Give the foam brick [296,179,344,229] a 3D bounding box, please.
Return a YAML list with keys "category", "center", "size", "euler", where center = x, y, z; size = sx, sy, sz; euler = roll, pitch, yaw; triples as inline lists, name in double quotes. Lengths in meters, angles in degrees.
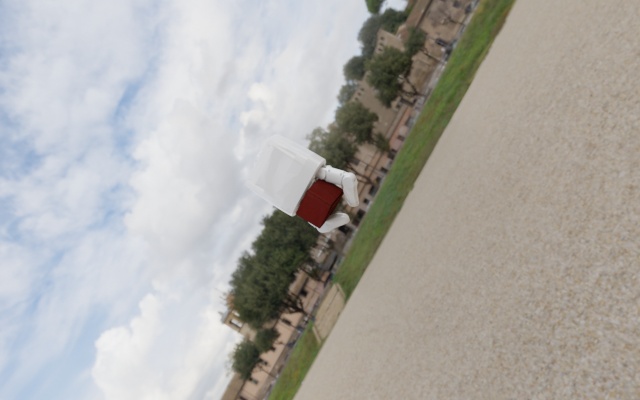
- category: "foam brick"
  center: [0.000, 0.003, 0.833]
  size: [0.051, 0.053, 0.078]
  euler: [32, 28, 5]
